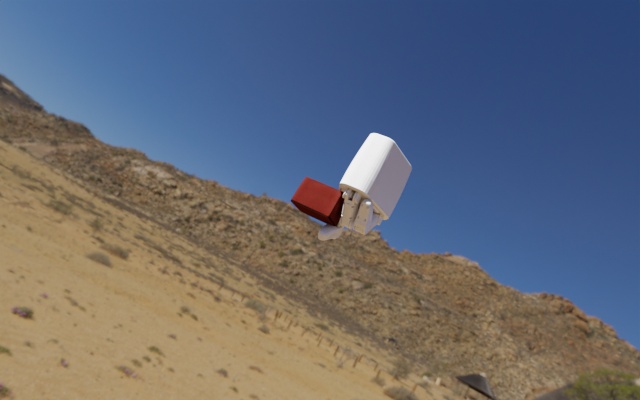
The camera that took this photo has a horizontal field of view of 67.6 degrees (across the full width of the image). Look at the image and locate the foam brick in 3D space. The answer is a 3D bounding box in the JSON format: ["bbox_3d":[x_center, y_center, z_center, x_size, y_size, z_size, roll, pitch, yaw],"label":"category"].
[{"bbox_3d":[0.000,0.003,0.817,0.078,0.051,0.053,24,-13,24],"label":"foam brick"}]
